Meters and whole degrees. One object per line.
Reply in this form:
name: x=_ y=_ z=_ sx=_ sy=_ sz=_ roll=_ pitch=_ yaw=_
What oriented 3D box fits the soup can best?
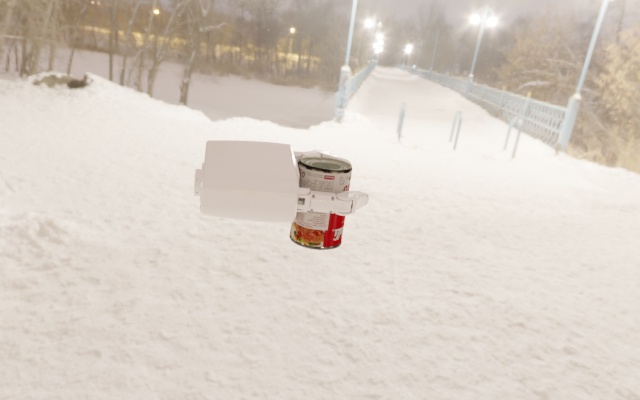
soup can: x=0.001 y=0.002 z=0.598 sx=0.068 sy=0.102 sz=0.068 roll=7 pitch=17 yaw=-2
